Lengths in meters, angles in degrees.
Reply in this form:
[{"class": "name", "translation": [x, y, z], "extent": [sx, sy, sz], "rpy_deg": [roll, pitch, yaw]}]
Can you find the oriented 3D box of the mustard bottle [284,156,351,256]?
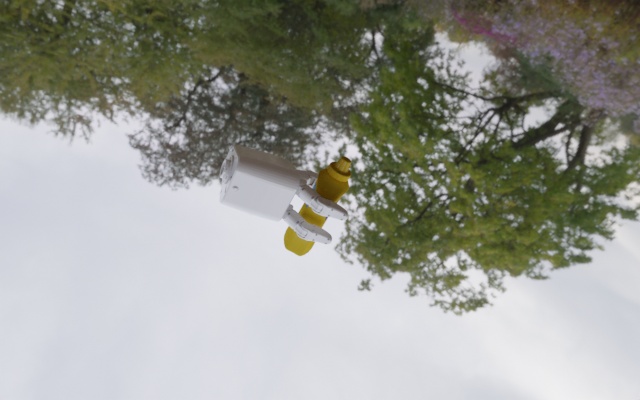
[{"class": "mustard bottle", "translation": [0.000, 0.003, 0.836], "extent": [0.058, 0.192, 0.096], "rpy_deg": [30, 30, -2]}]
